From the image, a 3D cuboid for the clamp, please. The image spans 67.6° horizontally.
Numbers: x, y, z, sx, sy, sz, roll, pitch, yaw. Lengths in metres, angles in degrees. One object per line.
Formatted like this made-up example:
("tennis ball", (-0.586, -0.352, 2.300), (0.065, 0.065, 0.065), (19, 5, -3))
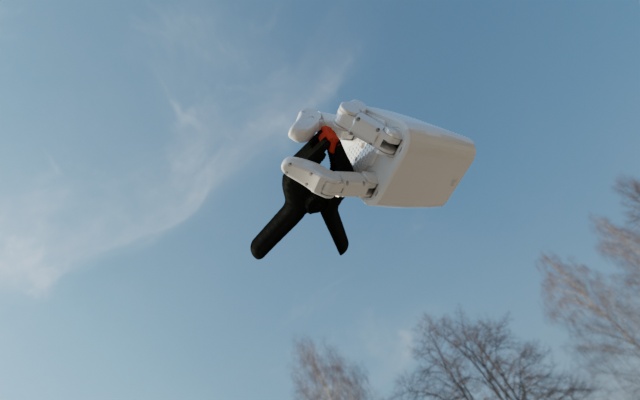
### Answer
("clamp", (0.000, 0.001, 0.534), (0.120, 0.171, 0.039), (4, 36, -33))
